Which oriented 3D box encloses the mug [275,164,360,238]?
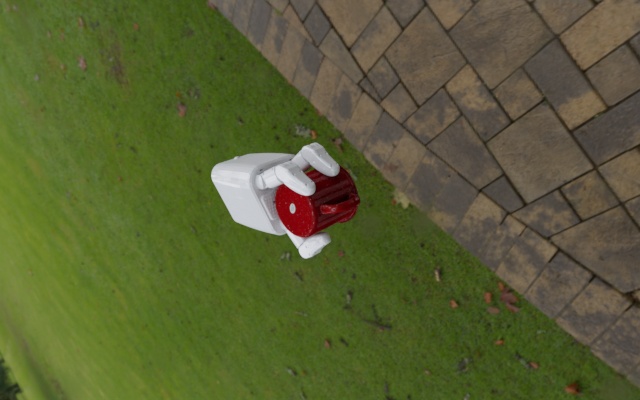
[{"bbox_3d":[0.001,0.002,0.650,0.117,0.093,0.081,9,25,45],"label":"mug"}]
